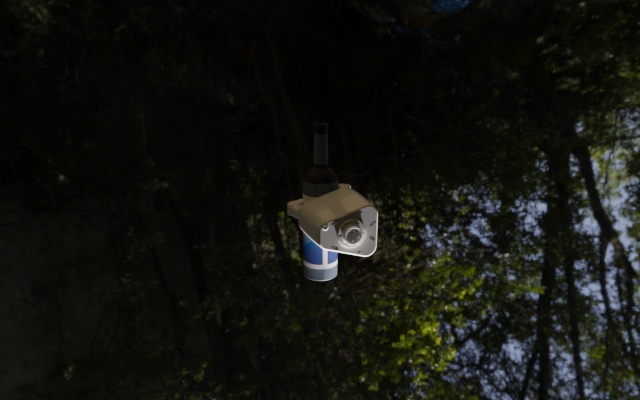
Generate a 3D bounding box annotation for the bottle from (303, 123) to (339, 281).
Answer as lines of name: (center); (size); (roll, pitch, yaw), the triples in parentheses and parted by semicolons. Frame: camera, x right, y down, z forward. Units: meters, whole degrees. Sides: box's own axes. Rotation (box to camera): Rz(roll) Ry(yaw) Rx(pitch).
bottle: (0.000, 0.003, 0.898); (0.069, 0.296, 0.069); (0, 17, 0)
